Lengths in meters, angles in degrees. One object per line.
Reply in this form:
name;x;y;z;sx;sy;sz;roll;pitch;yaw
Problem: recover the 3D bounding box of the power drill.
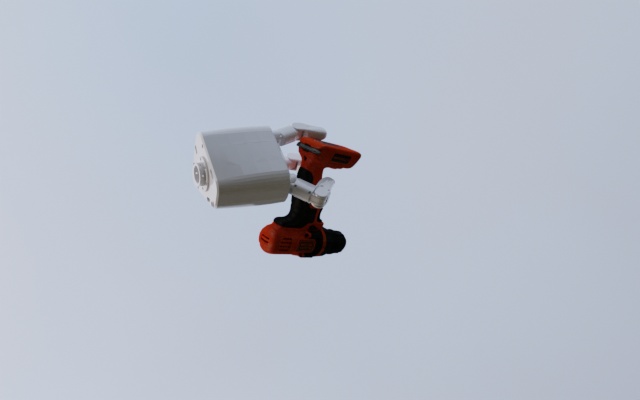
power drill;0.000;0.002;0.758;0.057;0.188;0.184;25;12;38
